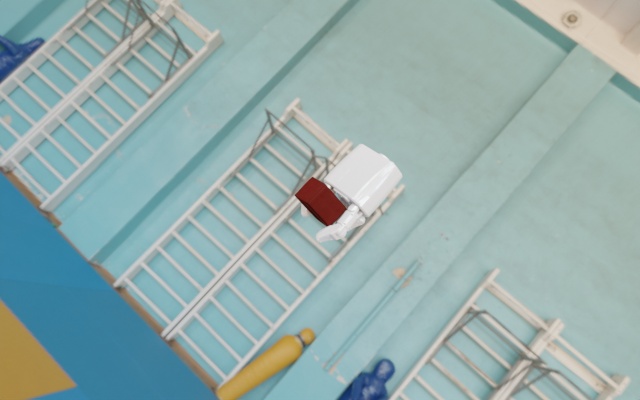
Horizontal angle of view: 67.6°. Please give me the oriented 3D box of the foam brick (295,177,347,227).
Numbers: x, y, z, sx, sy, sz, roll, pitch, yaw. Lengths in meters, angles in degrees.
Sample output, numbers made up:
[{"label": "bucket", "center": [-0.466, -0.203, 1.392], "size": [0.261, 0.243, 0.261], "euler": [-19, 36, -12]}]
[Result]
[{"label": "foam brick", "center": [0.000, 0.003, 0.892], "size": [0.078, 0.051, 0.053], "euler": [48, -8, -36]}]
